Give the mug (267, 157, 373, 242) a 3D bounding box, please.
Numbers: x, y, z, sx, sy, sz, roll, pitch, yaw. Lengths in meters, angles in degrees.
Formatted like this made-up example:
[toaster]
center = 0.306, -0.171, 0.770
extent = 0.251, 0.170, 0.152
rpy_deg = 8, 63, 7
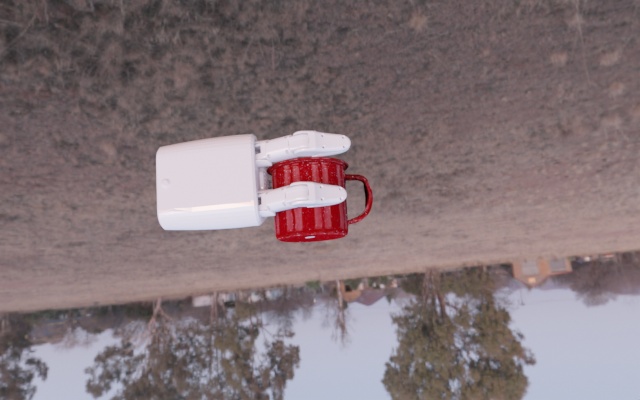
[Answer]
[mug]
center = 0.002, 0.002, 0.535
extent = 0.117, 0.081, 0.093
rpy_deg = -5, -10, 4
